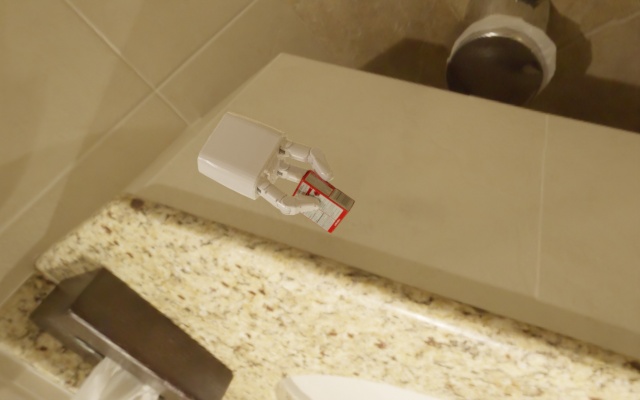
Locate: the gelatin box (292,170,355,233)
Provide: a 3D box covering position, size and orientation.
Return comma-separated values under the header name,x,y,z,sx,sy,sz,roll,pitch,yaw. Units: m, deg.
name,x,y,z,sx,sy,sz,roll,pitch,yaw
gelatin box,0.000,0.003,0.758,0.089,0.030,0.073,35,-39,1
